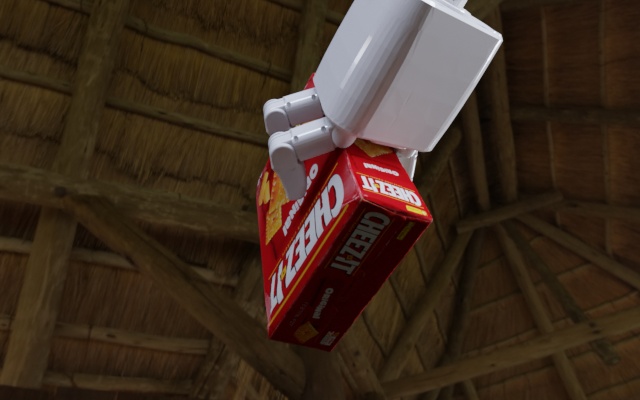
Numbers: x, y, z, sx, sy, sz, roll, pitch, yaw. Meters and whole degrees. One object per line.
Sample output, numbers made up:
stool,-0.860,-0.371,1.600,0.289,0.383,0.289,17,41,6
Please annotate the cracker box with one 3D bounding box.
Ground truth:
cracker box,0.000,0.001,0.451,0.072,0.164,0.213,17,32,-22
